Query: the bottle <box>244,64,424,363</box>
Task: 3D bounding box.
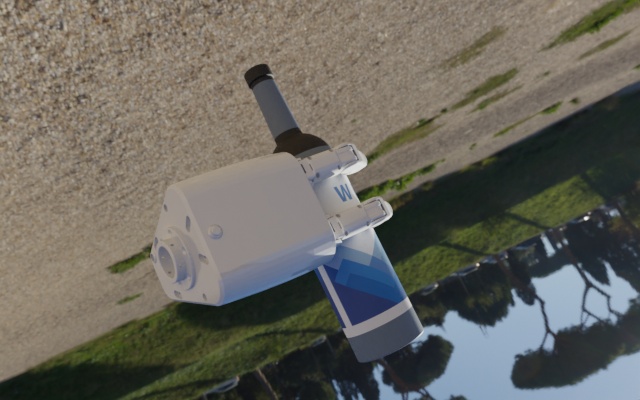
[{"bbox_3d":[0.000,0.002,0.456,0.069,0.295,0.069,-26,-8,-4],"label":"bottle"}]
